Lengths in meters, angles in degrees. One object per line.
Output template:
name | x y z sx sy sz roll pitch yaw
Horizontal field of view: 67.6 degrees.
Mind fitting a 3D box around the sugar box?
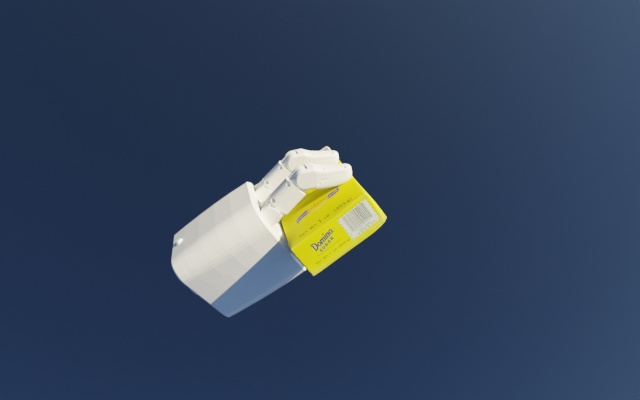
sugar box | 0.000 0.001 0.533 0.093 0.048 0.176 -37 27 2
